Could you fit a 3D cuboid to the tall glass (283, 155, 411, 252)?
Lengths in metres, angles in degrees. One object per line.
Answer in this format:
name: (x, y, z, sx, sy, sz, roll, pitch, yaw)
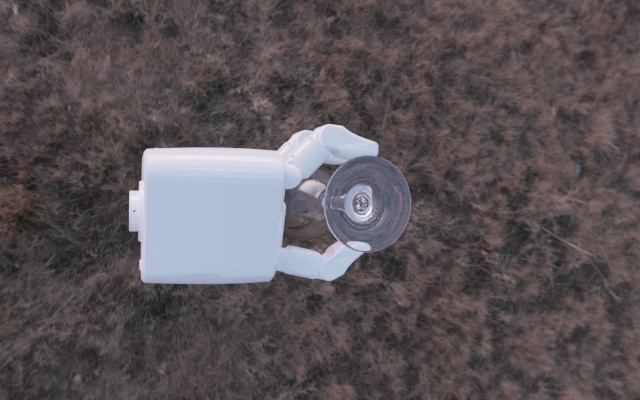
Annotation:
tall glass: (0.000, 0.002, 0.455, 0.079, 0.079, 0.201, 0, 1, -21)
